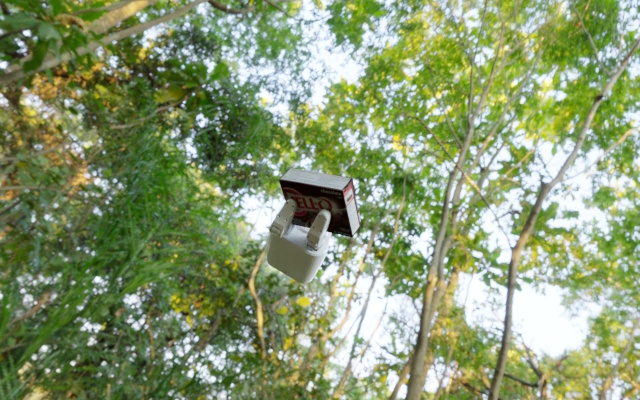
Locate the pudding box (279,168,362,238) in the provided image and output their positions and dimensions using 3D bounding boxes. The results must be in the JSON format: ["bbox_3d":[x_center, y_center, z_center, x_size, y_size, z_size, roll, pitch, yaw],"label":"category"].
[{"bbox_3d":[0.000,0.002,0.718,0.113,0.090,0.039,9,43,28],"label":"pudding box"}]
